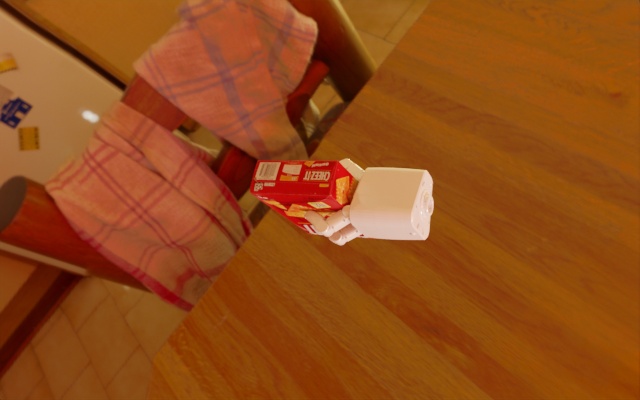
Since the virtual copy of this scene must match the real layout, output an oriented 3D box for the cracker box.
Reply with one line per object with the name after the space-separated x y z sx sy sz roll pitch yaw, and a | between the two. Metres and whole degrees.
0.000 0.003 0.863 0.164 0.072 0.214 3 -21 30 | cracker box
